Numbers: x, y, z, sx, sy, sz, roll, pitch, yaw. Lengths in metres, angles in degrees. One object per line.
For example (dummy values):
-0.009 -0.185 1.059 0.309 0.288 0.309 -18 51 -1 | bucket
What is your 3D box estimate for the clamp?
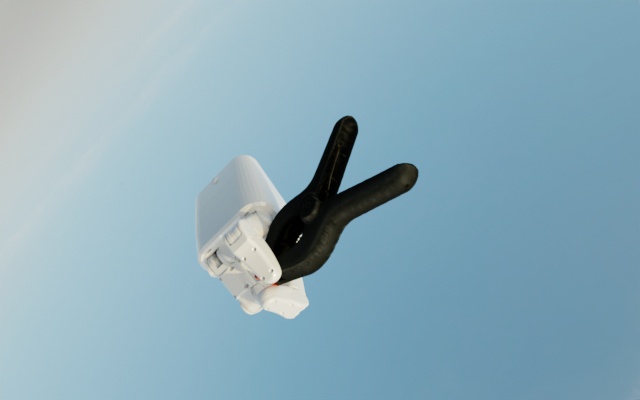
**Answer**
0.000 0.002 0.430 0.039 0.171 0.120 38 17 -33 | clamp
